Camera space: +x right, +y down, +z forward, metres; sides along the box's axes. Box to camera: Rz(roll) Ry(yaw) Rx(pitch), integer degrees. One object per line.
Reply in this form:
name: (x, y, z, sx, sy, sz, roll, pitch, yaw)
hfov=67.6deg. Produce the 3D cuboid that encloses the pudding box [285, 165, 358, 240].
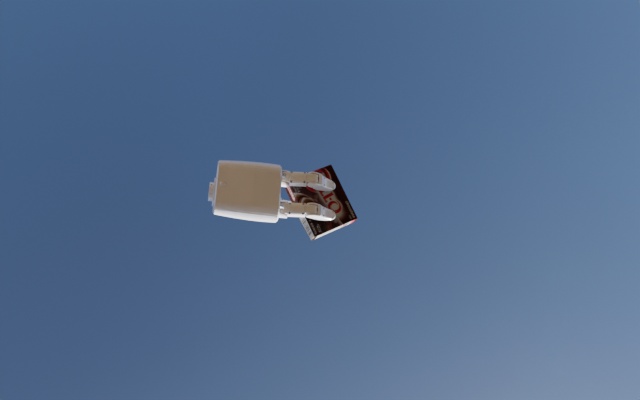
pudding box: (0.000, 0.003, 0.848, 0.090, 0.113, 0.039, -22, -8, -21)
